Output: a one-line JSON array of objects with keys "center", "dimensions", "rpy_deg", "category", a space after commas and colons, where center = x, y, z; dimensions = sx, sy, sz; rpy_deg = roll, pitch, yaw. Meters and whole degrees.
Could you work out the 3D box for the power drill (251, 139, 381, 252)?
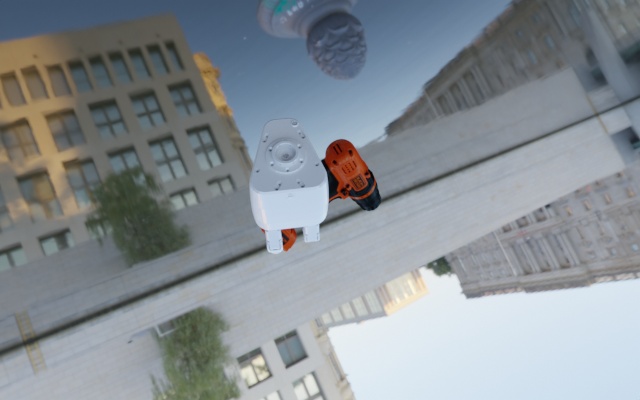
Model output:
[{"center": [0.000, 0.003, 0.753], "dimensions": [0.187, 0.057, 0.184], "rpy_deg": [-34, -36, 3], "category": "power drill"}]
